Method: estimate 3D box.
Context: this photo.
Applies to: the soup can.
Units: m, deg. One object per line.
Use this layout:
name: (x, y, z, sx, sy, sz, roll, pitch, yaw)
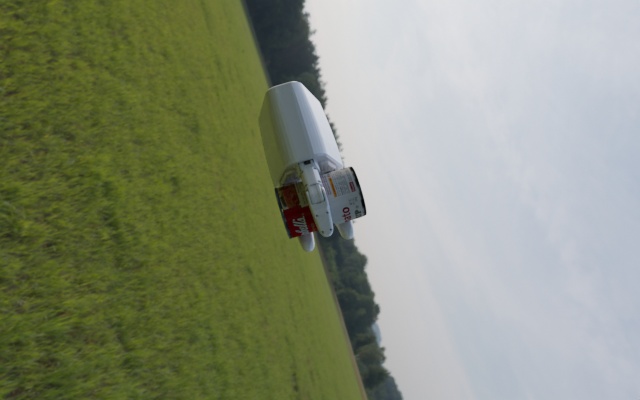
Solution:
soup can: (0.001, 0.002, 0.605, 0.102, 0.068, 0.068, -17, 0, -2)
